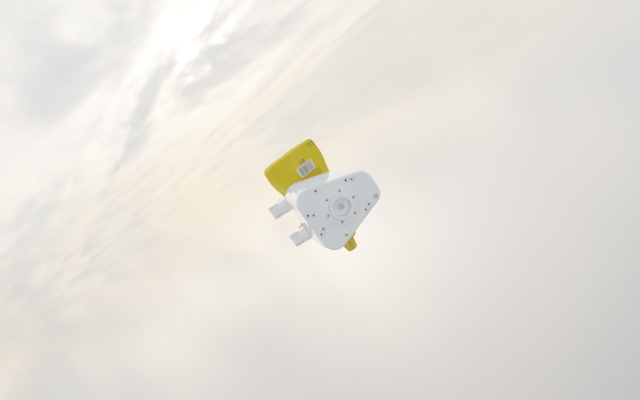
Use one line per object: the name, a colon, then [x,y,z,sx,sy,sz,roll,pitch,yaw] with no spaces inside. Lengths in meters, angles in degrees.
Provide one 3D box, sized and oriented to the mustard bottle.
mustard bottle: [0.000,0.002,0.773,0.096,0.191,0.058,-41,11,-30]
